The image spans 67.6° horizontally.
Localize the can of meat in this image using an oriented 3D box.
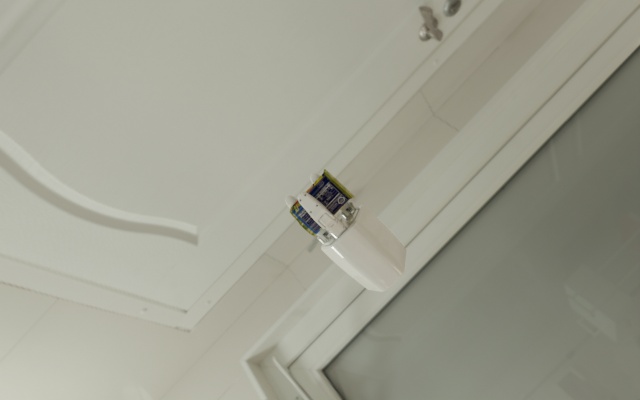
[{"bbox_3d":[0.000,0.003,0.726,0.057,0.084,0.102,43,3,-5],"label":"can of meat"}]
